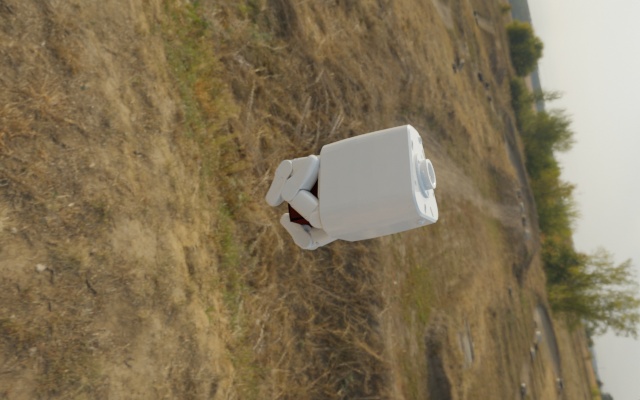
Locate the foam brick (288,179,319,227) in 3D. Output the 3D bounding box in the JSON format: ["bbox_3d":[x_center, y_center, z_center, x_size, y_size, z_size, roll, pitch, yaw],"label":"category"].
[{"bbox_3d":[0.000,0.002,0.588,0.051,0.053,0.078,-13,-14,25],"label":"foam brick"}]
